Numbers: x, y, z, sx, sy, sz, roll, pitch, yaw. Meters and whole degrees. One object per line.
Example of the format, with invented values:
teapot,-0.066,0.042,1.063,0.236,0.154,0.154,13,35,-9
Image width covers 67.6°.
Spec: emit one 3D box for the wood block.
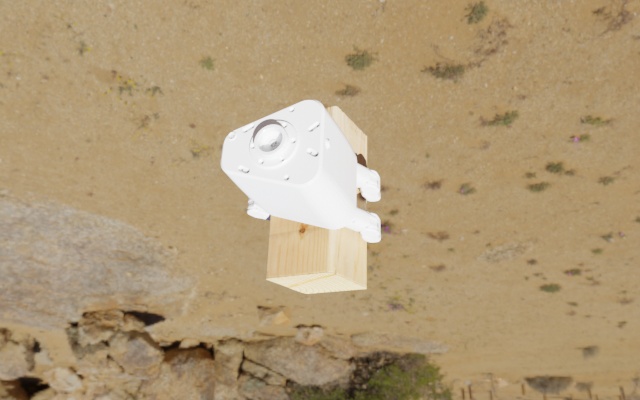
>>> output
wood block,0.000,0.002,0.592,0.091,0.206,0.090,-11,-26,30
